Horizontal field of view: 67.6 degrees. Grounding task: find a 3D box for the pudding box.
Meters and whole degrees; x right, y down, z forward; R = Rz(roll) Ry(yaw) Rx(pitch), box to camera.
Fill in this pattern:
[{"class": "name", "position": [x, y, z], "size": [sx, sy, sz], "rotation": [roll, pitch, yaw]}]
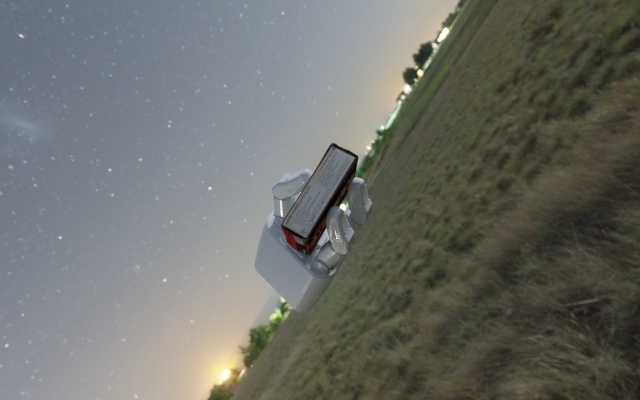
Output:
[{"class": "pudding box", "position": [0.000, 0.002, 0.548], "size": [0.039, 0.113, 0.090], "rotation": [28, -14, 7]}]
